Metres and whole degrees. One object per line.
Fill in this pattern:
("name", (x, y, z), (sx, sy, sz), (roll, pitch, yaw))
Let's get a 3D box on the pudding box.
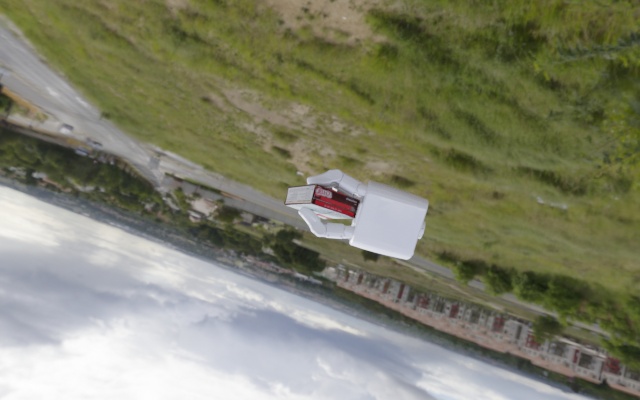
("pudding box", (0.000, 0.003, 0.831), (0.090, 0.039, 0.113), (20, -13, -27))
